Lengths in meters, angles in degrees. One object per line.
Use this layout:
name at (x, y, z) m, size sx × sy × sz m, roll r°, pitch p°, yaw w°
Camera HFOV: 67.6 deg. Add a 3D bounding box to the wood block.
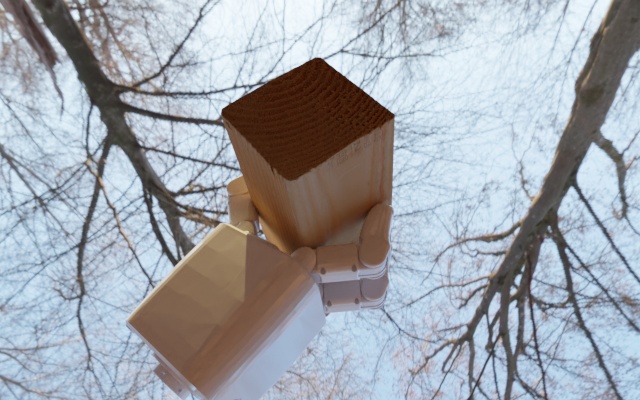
wood block at (0.000, 0.001, 0.404) m, size 0.090 × 0.090 × 0.206 m, roll -34°, pitch -33°, yaw -17°
